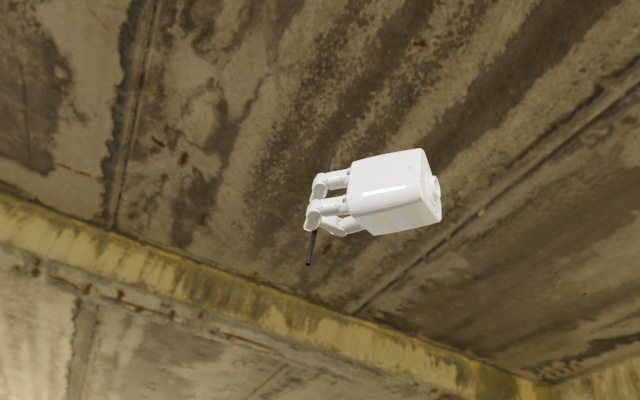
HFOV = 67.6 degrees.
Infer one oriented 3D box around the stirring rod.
[{"bbox_3d":[0.000,0.003,0.765,0.011,0.239,0.011,7,-41,6],"label":"stirring rod"}]
